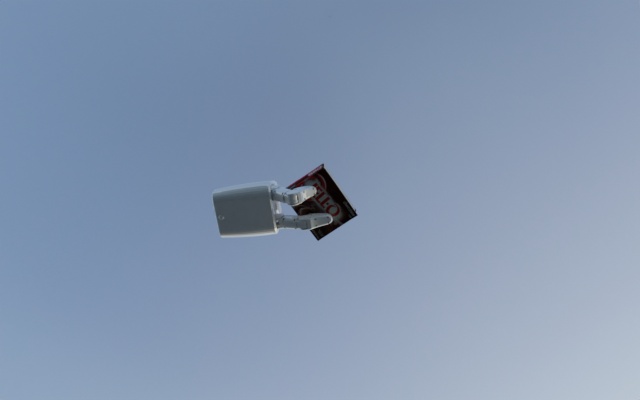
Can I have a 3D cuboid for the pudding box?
[{"bbox_3d":[0.000,0.003,0.869,0.090,0.113,0.039,-33,18,11],"label":"pudding box"}]
